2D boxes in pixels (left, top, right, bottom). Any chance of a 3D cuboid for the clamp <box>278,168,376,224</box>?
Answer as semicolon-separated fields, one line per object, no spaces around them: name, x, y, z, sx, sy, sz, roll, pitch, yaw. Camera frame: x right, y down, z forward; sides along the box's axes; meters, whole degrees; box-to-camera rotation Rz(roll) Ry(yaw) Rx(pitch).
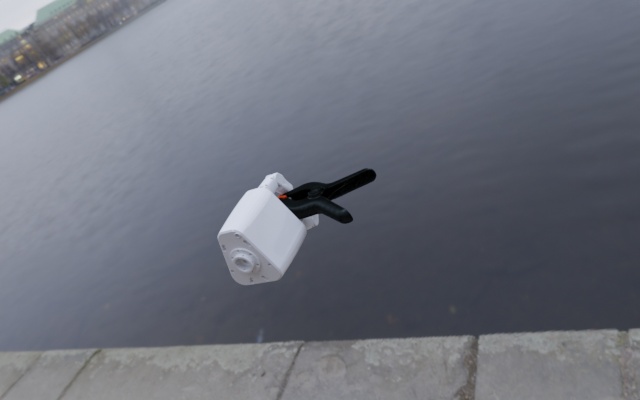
clamp;0.000;0.002;0.765;0.171;0.039;0.120;-14;26;29
